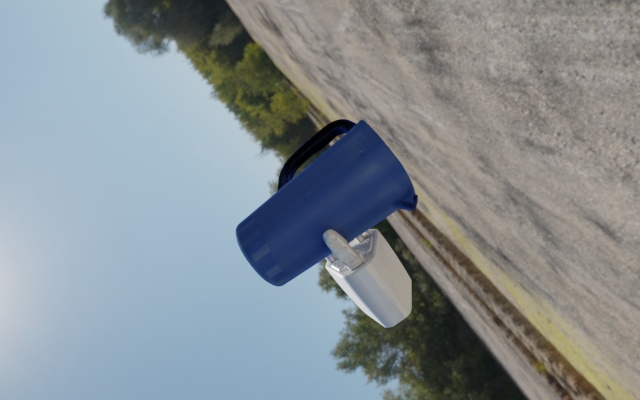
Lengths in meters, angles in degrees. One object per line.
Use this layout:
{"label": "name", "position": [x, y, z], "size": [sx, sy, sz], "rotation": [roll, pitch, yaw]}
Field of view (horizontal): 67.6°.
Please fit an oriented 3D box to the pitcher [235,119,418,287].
{"label": "pitcher", "position": [0.000, 0.002, 0.673], "size": [0.243, 0.145, 0.149], "rotation": [-37, 16, 4]}
